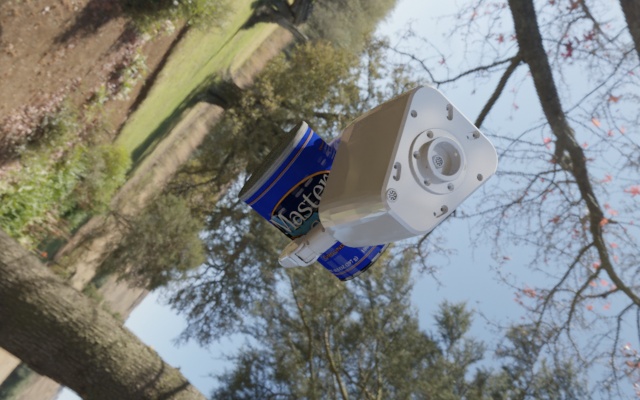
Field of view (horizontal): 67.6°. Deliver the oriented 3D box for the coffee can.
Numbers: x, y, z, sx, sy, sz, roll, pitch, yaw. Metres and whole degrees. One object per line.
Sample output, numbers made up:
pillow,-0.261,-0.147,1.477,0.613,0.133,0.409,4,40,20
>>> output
coffee can,0.000,0.002,0.500,0.140,0.103,0.103,40,-11,-13
